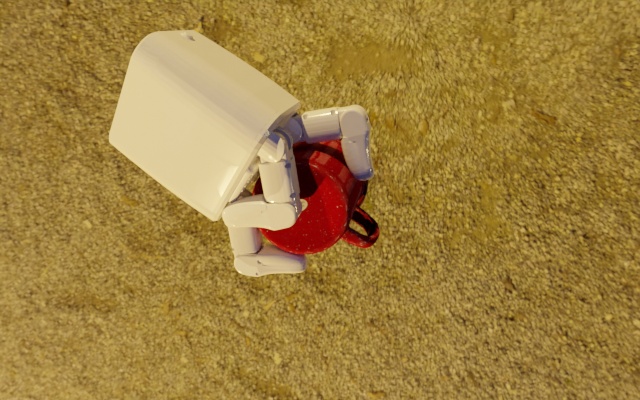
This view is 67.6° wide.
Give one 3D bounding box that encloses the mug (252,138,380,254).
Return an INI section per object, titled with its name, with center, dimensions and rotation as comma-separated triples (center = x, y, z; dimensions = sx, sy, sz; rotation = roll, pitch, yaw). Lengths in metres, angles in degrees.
[mug]
center = 0.001, 0.002, 0.408
dimensions = 0.117, 0.093, 0.081
rotation = 38, 22, -4
